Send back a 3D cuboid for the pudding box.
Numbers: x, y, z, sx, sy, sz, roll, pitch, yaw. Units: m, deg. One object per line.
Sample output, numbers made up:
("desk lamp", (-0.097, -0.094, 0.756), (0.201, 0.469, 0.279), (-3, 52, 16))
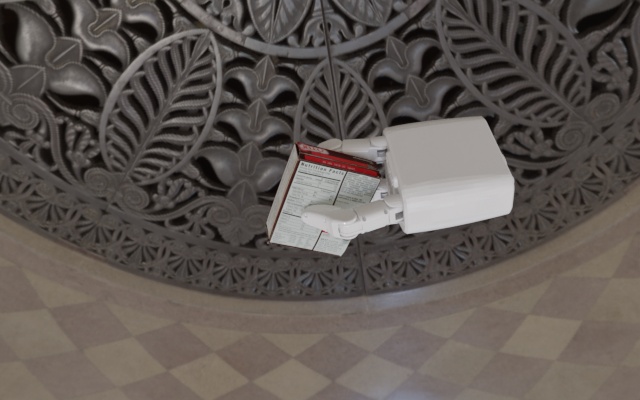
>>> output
("pudding box", (0.000, 0.002, 0.499), (0.090, 0.113, 0.039), (13, 32, -17))
